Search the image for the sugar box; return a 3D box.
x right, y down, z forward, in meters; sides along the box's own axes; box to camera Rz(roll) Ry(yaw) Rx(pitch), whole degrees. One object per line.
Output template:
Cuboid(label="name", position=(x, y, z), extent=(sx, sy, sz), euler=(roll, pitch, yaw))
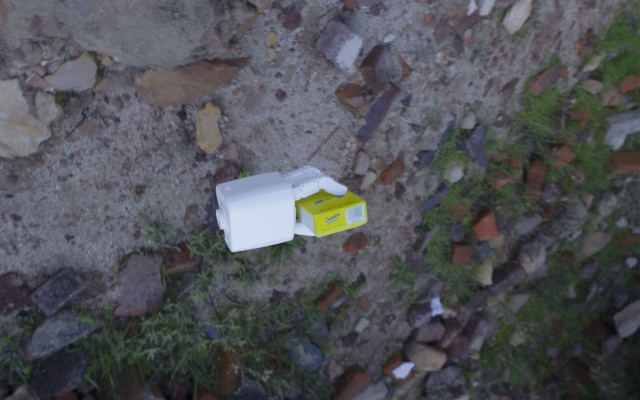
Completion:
Cuboid(label="sugar box", position=(0.000, 0.002, 0.830), extent=(0.093, 0.048, 0.176), euler=(-14, 25, -19))
